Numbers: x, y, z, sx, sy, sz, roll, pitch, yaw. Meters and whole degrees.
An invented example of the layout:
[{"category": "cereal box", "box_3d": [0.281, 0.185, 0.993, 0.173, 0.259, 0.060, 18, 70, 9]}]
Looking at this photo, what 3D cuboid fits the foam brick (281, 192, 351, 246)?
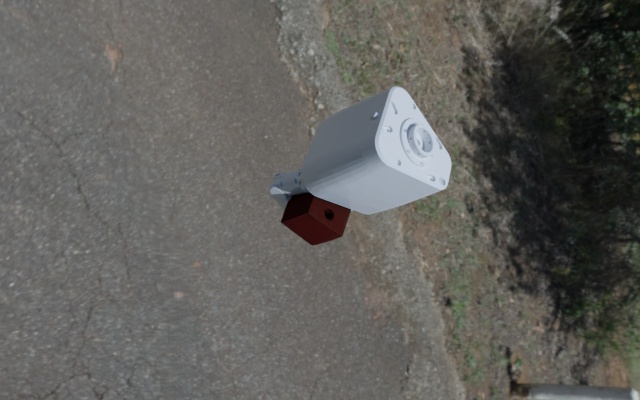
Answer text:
[{"category": "foam brick", "box_3d": [0.000, 0.002, 0.538, 0.053, 0.078, 0.051, 37, -34, -28]}]
